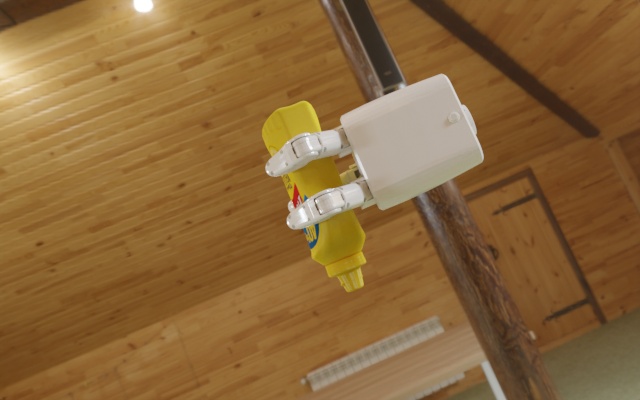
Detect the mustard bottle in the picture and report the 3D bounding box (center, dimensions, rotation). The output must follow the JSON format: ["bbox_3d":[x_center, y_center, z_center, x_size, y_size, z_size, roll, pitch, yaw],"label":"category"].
[{"bbox_3d":[0.000,0.002,0.493,0.058,0.191,0.096,-21,-8,-15],"label":"mustard bottle"}]
